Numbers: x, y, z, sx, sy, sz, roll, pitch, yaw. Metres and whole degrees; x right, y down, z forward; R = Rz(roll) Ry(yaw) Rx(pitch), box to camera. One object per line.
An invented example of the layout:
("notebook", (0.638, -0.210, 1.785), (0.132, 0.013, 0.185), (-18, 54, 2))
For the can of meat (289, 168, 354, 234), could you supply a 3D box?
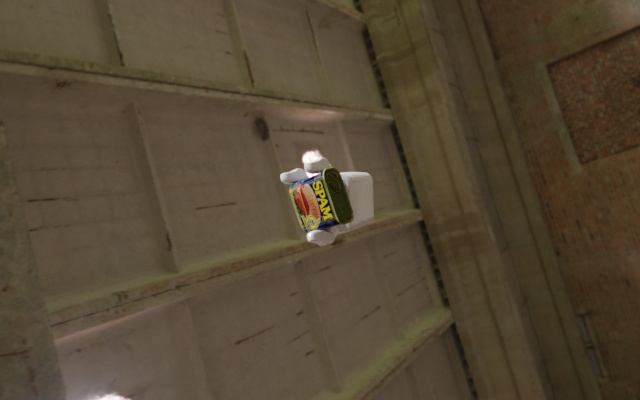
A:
("can of meat", (0.000, 0.003, 0.852), (0.084, 0.102, 0.057), (-19, -2, 34))
